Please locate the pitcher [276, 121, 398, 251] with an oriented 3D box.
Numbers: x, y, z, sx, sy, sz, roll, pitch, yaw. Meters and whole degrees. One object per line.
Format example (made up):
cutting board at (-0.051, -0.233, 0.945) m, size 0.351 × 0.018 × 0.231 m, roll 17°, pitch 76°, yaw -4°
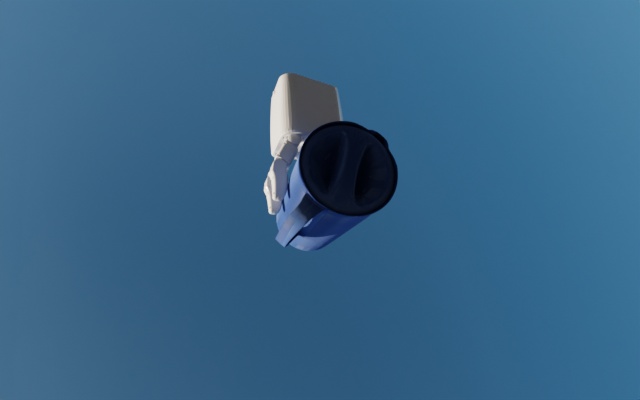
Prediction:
pitcher at (0.000, 0.002, 0.706) m, size 0.149 × 0.145 × 0.243 m, roll 1°, pitch -20°, yaw -16°
